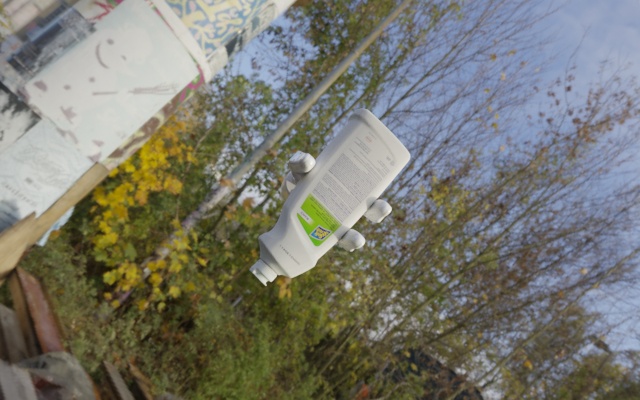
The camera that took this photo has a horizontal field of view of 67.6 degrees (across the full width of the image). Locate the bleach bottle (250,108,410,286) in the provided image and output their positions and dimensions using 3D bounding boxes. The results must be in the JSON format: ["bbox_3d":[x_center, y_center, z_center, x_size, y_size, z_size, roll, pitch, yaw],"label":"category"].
[{"bbox_3d":[0.000,0.002,0.620,0.102,0.251,0.068,44,-11,-4],"label":"bleach bottle"}]
